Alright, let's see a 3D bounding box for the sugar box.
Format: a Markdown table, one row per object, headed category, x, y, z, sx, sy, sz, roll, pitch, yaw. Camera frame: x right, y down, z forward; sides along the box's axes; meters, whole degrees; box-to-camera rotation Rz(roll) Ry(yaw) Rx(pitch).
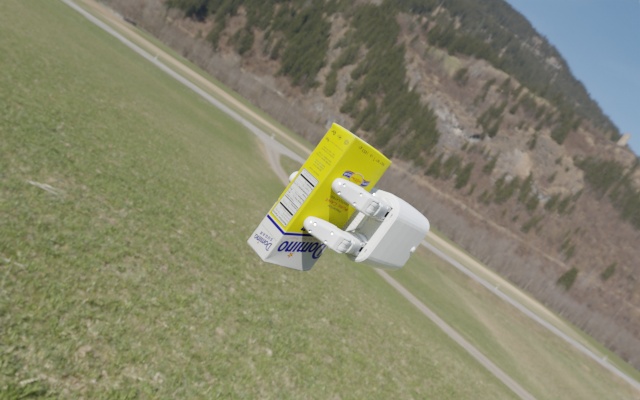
| category | x | y | z | sx | sy | sz | roll | pitch | yaw |
| --- | --- | --- | --- | --- | --- | --- | --- | --- | --- |
| sugar box | 0.001 | 0.002 | 0.570 | 0.048 | 0.176 | 0.093 | 41 | 11 | 37 |
